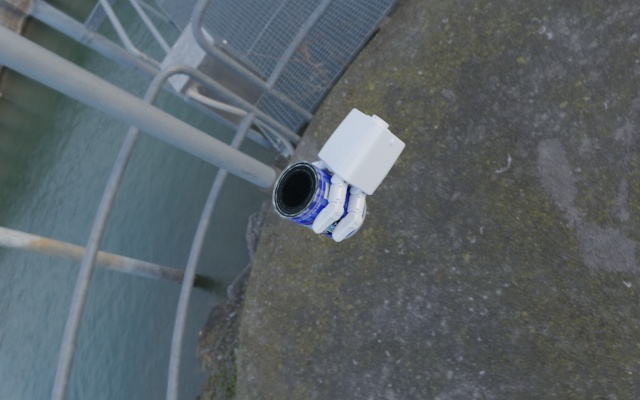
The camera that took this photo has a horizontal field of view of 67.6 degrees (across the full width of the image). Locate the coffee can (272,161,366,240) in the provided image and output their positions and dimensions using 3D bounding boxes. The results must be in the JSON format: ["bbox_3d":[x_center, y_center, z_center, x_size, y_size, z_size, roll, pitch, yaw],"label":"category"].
[{"bbox_3d":[0.000,0.003,0.842,0.103,0.102,0.140,0,-18,40],"label":"coffee can"}]
